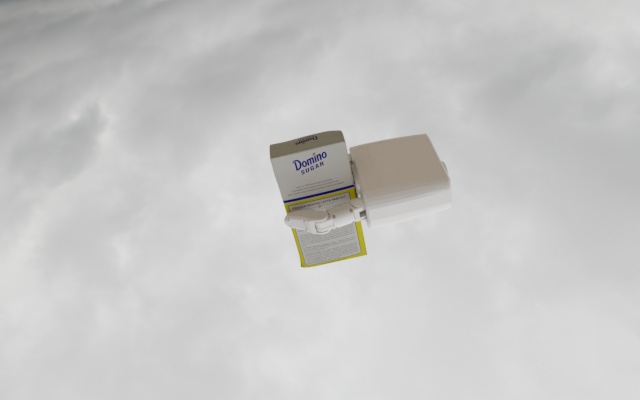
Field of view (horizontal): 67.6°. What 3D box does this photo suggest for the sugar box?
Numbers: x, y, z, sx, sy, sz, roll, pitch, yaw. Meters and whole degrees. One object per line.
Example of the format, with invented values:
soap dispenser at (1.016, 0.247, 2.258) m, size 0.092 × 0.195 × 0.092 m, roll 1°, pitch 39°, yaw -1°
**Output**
sugar box at (0.000, 0.002, 0.616) m, size 0.093 × 0.176 × 0.048 m, roll -13°, pitch 30°, yaw 0°
